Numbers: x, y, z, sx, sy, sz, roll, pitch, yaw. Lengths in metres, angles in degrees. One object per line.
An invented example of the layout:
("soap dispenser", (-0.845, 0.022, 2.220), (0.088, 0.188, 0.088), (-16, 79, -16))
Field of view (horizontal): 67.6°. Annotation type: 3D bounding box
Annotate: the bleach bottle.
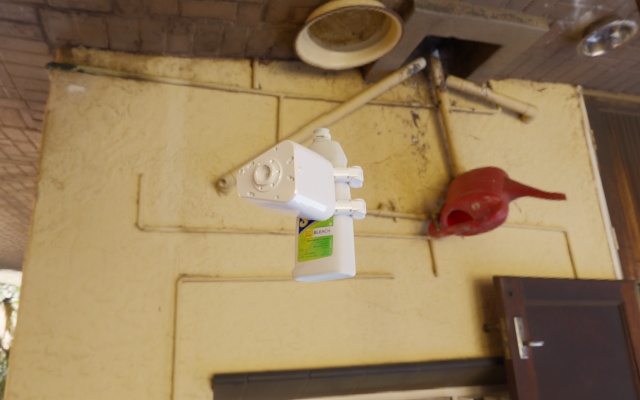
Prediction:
("bleach bottle", (0.000, 0.003, 0.789), (0.102, 0.250, 0.068), (-12, -19, 28))
